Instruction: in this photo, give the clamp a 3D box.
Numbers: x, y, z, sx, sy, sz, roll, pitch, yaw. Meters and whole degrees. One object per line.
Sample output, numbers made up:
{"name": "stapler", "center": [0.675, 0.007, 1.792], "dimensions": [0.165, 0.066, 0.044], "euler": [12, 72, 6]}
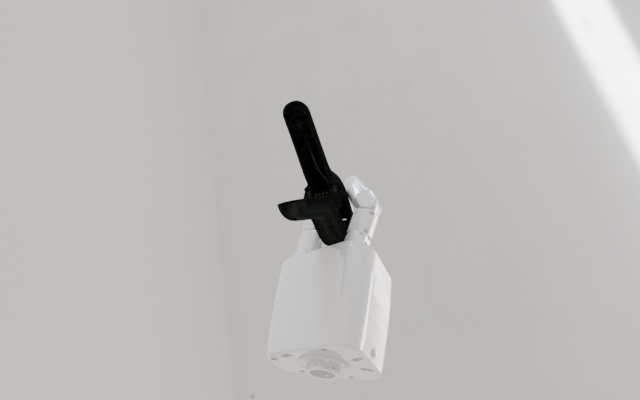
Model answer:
{"name": "clamp", "center": [0.000, 0.002, 0.465], "dimensions": [0.039, 0.120, 0.172], "euler": [-7, -40, 23]}
